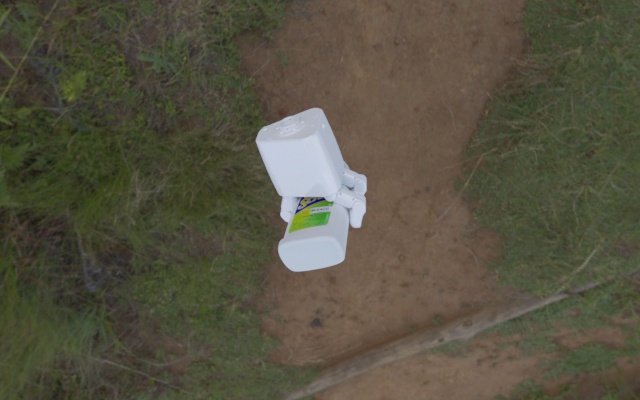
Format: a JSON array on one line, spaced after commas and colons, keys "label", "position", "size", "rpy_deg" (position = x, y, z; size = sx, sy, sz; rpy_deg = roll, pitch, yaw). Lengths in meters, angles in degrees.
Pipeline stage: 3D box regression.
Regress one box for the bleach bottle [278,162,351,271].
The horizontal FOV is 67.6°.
[{"label": "bleach bottle", "position": [0.000, 0.003, 0.808], "size": [0.102, 0.068, 0.250], "rpy_deg": [-12, 37, 17]}]
